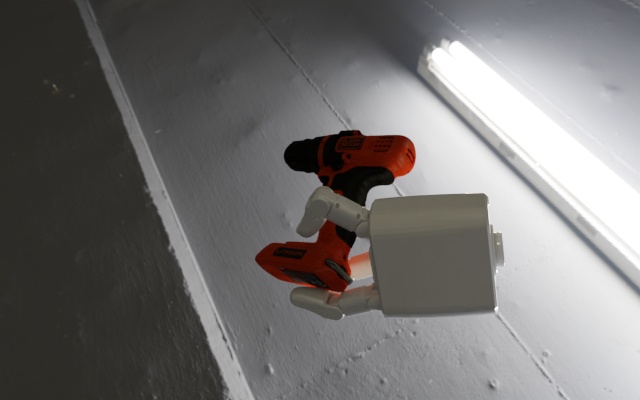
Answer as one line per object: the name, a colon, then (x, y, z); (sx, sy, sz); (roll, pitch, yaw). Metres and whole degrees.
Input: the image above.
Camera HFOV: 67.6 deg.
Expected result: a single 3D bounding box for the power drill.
power drill: (0.000, 0.002, 0.543); (0.184, 0.187, 0.057); (3, -30, 42)
